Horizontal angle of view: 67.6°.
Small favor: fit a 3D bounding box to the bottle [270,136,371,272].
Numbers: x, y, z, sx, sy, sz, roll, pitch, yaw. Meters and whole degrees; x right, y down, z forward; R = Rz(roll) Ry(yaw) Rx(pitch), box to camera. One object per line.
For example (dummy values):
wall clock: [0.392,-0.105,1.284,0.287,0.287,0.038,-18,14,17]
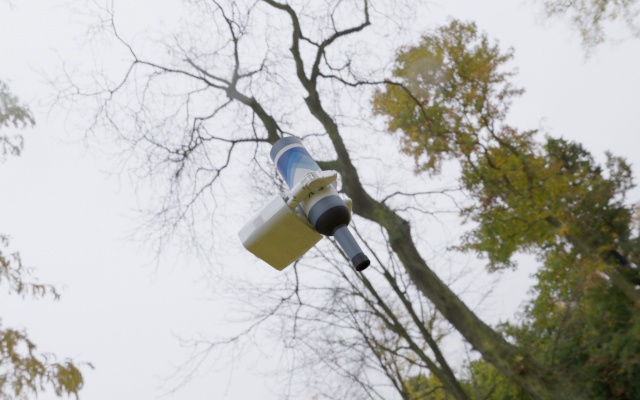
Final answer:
bottle: [0.000,0.002,0.825,0.069,0.069,0.295,0,42,-38]
